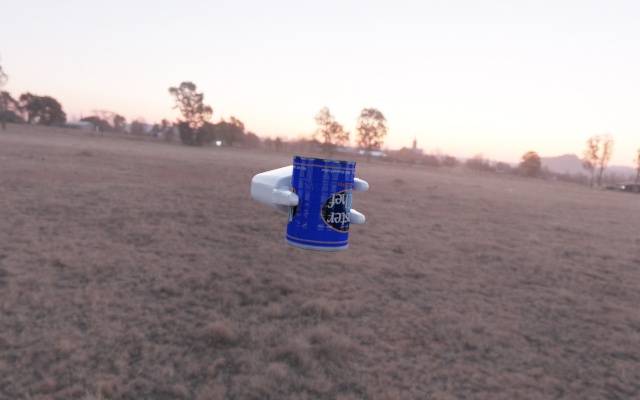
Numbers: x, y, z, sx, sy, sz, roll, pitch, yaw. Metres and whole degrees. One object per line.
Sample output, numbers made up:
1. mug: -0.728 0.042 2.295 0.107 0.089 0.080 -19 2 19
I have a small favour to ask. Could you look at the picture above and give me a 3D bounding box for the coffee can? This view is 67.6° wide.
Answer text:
1. coffee can: 0.000 0.003 0.768 0.103 0.140 0.103 6 6 -1
